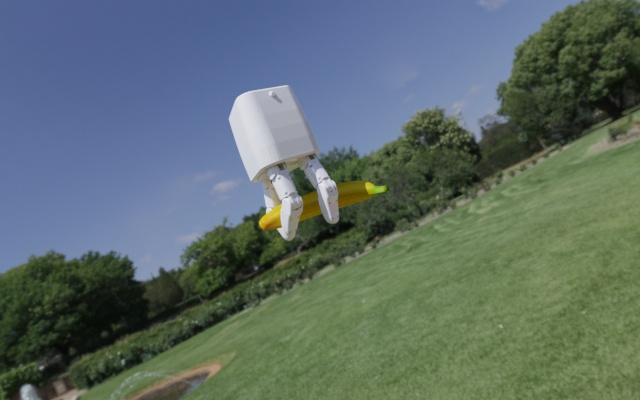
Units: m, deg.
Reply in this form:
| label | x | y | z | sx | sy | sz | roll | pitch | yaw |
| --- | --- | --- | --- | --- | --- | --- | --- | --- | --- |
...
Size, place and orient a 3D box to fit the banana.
| label | x | y | z | sx | sy | sz | roll | pitch | yaw |
| --- | --- | --- | --- | --- | --- | --- | --- | --- | --- |
| banana | -0.001 | 0.003 | 0.714 | 0.198 | 0.037 | 0.069 | -18 | 0 | -13 |
